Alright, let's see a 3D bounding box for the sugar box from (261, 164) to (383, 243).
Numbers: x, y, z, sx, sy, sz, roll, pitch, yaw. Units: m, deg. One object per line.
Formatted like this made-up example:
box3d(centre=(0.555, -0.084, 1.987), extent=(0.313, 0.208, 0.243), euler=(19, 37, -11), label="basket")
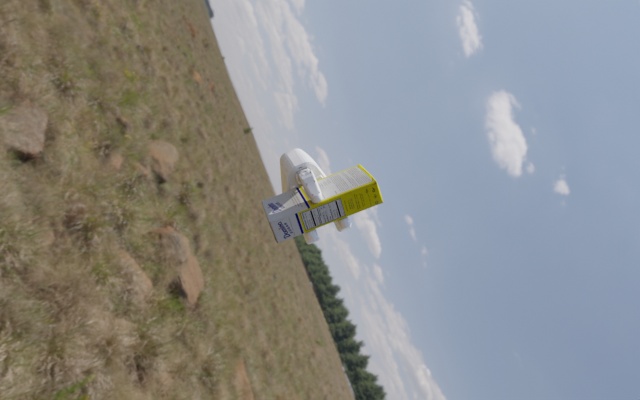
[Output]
box3d(centre=(0.000, 0.003, 0.755), extent=(0.176, 0.048, 0.093), euler=(-23, 25, -5), label="sugar box")
